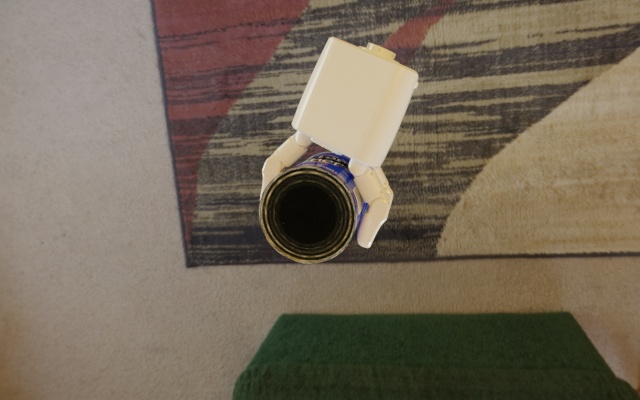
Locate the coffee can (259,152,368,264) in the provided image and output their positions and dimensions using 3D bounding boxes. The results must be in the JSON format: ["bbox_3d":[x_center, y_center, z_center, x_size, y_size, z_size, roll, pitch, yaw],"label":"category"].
[{"bbox_3d":[0.000,0.002,0.549,0.103,0.103,0.140,0,11,12],"label":"coffee can"}]
